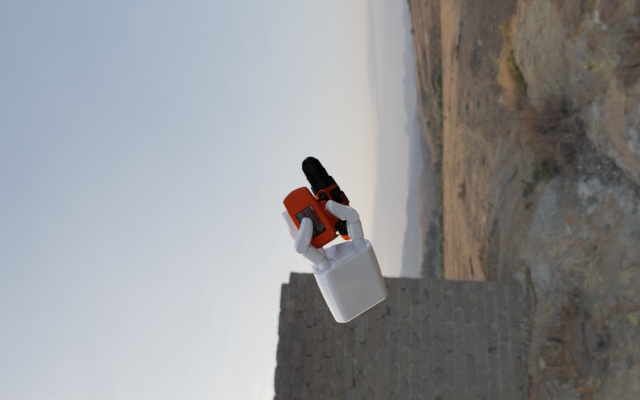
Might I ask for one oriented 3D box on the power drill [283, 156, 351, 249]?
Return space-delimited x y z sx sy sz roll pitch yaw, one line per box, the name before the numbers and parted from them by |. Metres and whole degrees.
power drill | 0.000 0.003 0.875 0.057 0.184 0.187 -34 -3 21
